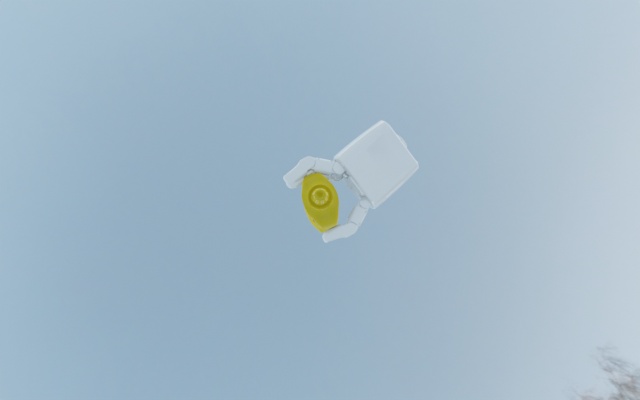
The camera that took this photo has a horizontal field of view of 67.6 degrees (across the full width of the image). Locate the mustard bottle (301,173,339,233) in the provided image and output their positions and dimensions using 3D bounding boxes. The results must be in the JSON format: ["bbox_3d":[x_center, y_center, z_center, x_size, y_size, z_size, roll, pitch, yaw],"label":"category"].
[{"bbox_3d":[0.000,0.003,0.814,0.058,0.096,0.191,-18,-6,-3],"label":"mustard bottle"}]
